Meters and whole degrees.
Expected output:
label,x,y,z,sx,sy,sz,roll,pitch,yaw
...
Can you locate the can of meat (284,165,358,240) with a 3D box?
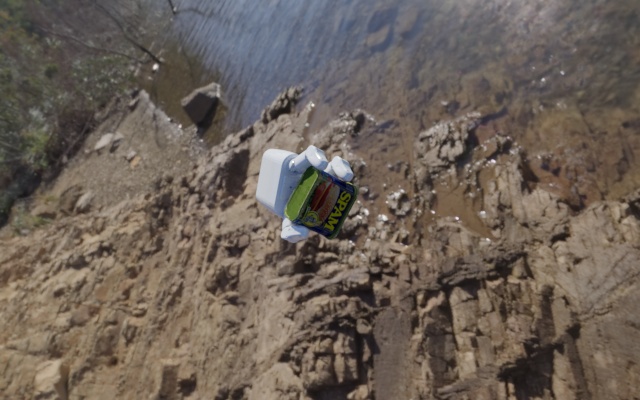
label,x,y,z,sx,sy,sz,roll,pitch,yaw
can of meat,0.000,0.003,0.788,0.084,0.102,0.057,26,4,-31
